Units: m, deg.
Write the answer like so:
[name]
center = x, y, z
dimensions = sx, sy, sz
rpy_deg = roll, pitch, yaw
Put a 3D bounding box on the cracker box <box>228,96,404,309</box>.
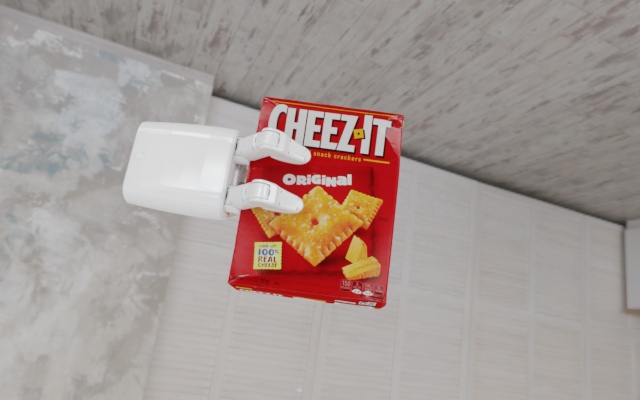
[cracker box]
center = 0.000, 0.002, 0.529
dimensions = 0.164, 0.213, 0.072
rpy_deg = 8, -16, 1
